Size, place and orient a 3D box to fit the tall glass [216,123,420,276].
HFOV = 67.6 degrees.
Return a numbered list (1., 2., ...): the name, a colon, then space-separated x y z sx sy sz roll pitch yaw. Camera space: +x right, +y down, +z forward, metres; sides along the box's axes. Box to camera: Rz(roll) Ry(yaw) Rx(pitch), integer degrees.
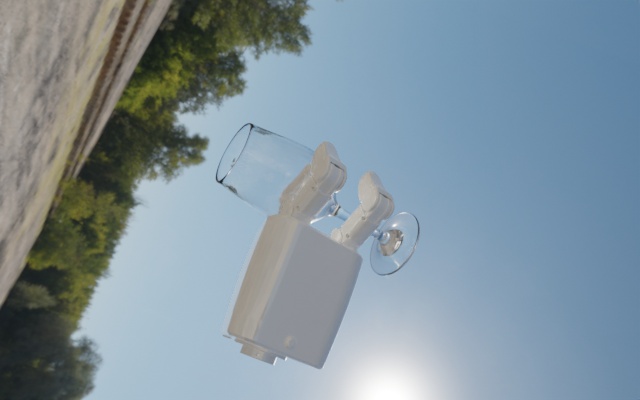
1. tall glass: 0.001 0.002 0.469 0.201 0.079 0.079 30 -13 -24
